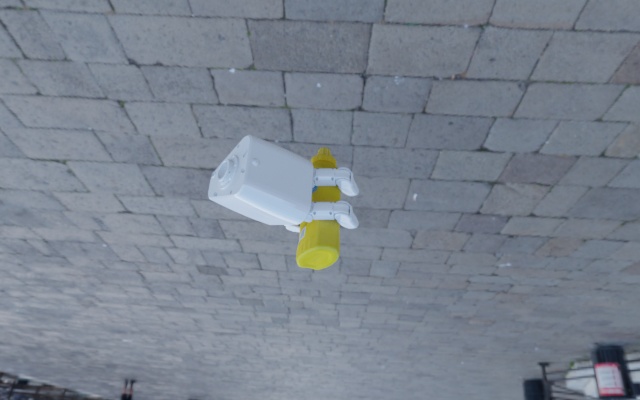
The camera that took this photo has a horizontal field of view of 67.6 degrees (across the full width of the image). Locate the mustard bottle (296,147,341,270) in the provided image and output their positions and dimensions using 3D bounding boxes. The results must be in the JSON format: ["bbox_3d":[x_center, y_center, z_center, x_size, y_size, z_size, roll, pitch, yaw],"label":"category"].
[{"bbox_3d":[0.000,0.003,0.732,0.058,0.191,0.096,10,-28,-13],"label":"mustard bottle"}]
